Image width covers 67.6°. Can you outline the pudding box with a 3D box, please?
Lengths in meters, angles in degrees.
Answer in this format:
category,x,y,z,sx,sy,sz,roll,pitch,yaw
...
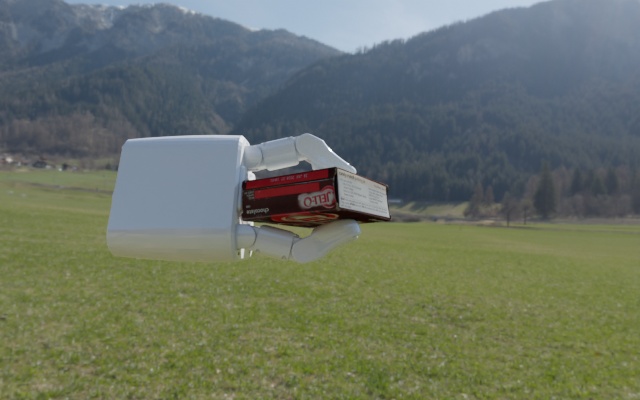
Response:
category,x,y,z,sx,sy,sz,roll,pitch,yaw
pudding box,0.000,0.001,0.416,0.090,0.039,0.113,-6,-7,29
